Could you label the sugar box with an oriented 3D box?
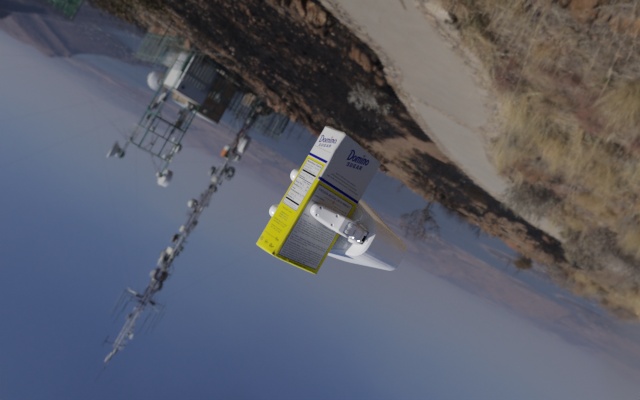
[{"bbox_3d":[0.000,0.002,0.624,0.048,0.176,0.093,27,-3,43],"label":"sugar box"}]
